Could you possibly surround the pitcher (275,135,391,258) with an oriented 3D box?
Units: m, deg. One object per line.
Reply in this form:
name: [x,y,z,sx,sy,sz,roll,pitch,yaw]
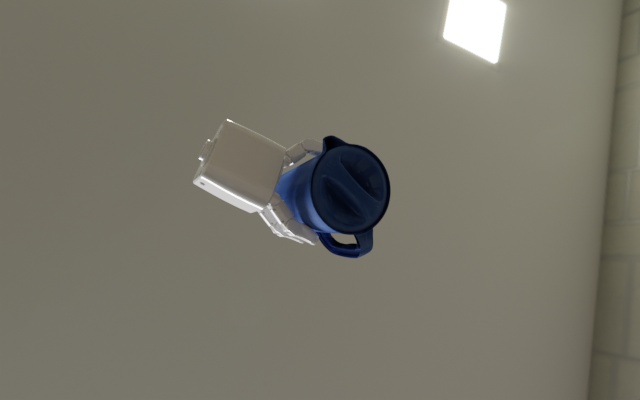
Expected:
pitcher: [0.000,0.002,0.790,0.145,0.149,0.243,26,-15,-21]
